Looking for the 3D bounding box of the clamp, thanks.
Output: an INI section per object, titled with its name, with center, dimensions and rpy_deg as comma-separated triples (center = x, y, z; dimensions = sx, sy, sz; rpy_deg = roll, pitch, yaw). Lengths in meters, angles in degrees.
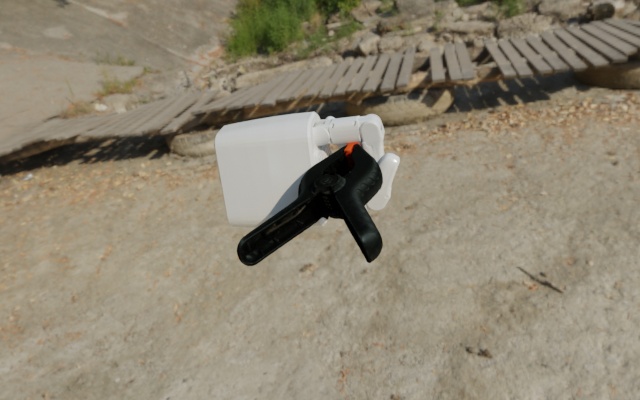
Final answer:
[clamp]
center = 0.000, 0.001, 0.420
dimensions = 0.120, 0.039, 0.171
rpy_deg = -4, 29, 15
